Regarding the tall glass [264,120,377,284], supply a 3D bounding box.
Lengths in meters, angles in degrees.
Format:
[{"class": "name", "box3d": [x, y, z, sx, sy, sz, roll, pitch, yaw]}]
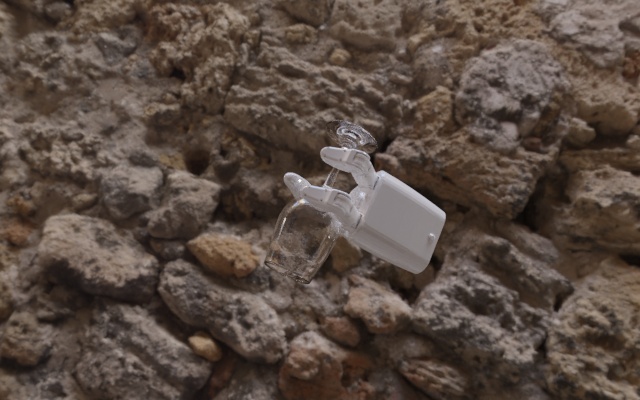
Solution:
[{"class": "tall glass", "box3d": [0.000, 0.001, 0.603, 0.079, 0.201, 0.079, 24, -17, 7]}]
